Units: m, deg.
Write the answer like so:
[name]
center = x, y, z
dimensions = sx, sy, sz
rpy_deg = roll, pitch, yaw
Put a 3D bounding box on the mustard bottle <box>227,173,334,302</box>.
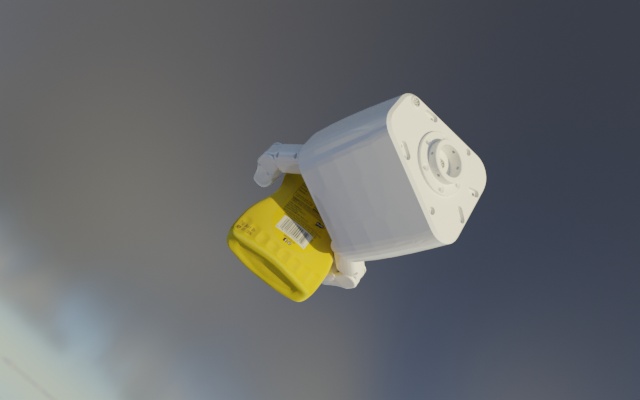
[mustard bottle]
center = 0.000, 0.002, 0.484
dimensions = 0.096, 0.191, 0.058
rpy_deg = 38, -35, 3
